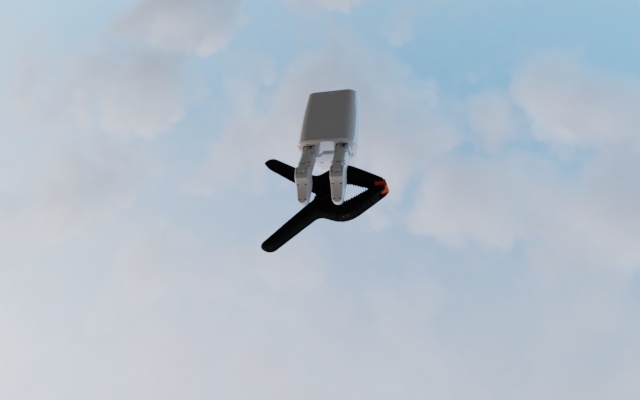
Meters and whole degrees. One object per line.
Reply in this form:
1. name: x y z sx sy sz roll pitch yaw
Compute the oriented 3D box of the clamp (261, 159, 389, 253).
1. clamp: 0.001 0.003 0.746 0.210 0.164 0.036 -2 -26 17
